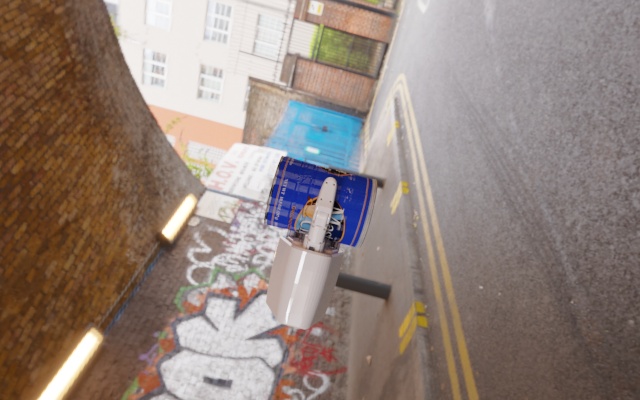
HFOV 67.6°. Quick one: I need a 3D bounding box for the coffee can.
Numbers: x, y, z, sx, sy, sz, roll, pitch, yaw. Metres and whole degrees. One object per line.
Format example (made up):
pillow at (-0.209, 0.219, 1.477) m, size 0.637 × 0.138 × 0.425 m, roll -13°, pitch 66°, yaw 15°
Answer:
coffee can at (0.000, 0.002, 0.685) m, size 0.140 × 0.103 × 0.103 m, roll 15°, pitch 0°, yaw -1°
